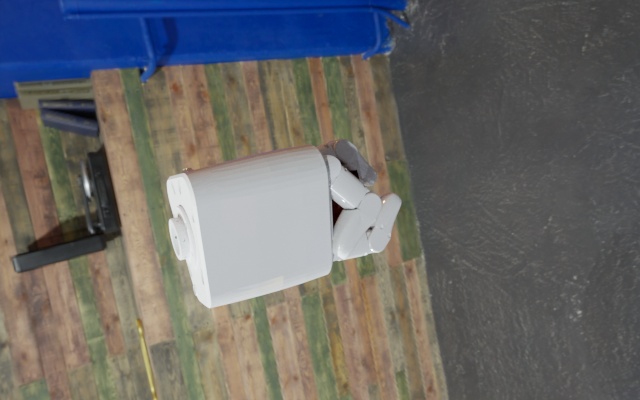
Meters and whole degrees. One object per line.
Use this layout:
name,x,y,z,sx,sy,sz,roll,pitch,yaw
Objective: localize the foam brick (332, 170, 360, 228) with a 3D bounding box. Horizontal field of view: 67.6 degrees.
foam brick,0.000,0.002,0.459,0.051,0.053,0.078,-15,7,-26
